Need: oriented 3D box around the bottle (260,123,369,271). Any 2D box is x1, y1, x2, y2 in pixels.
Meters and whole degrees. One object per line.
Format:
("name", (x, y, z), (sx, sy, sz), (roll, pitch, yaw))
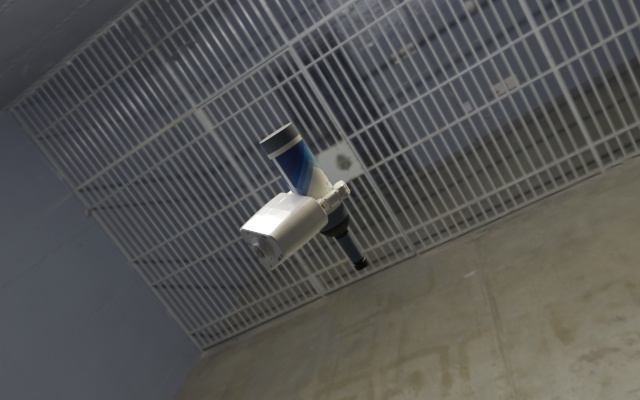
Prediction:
("bottle", (0.000, 0.003, 0.859), (0.069, 0.296, 0.069), (-31, 13, 8))
